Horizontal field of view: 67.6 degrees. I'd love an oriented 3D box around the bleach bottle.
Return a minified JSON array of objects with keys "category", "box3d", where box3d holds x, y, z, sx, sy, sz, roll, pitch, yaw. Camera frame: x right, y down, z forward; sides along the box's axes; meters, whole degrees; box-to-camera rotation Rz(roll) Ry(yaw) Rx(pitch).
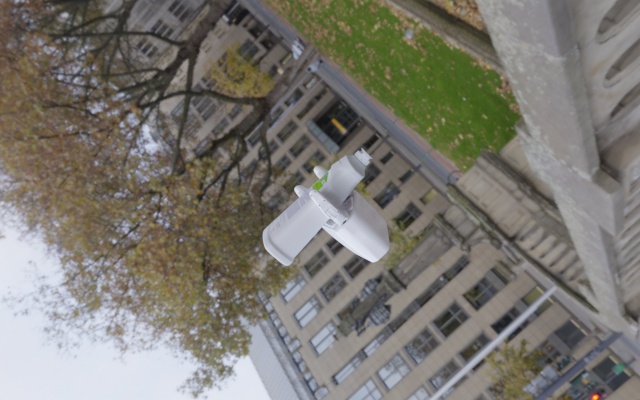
[{"category":"bleach bottle","box3d":[0.000,0.003,0.894,0.068,0.251,0.102,42,8,-20]}]
